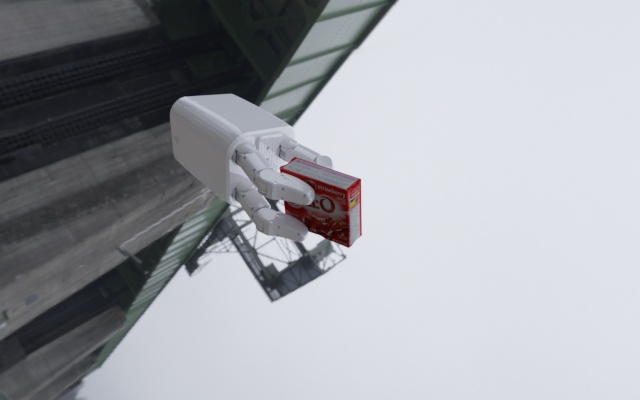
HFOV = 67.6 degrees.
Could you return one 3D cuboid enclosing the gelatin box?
[{"bbox_3d":[0.001,0.002,0.506,0.089,0.073,0.030,20,41,30],"label":"gelatin box"}]
